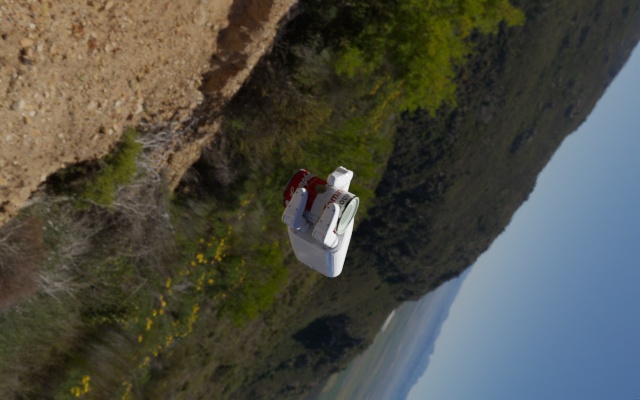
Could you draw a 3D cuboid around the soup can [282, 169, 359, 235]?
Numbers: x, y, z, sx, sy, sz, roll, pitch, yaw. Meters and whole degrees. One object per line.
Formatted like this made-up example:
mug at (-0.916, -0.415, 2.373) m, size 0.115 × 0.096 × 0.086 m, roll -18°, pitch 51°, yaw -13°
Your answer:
soup can at (0.000, 0.002, 0.748) m, size 0.102 × 0.068 × 0.068 m, roll 27°, pitch 9°, yaw 19°
